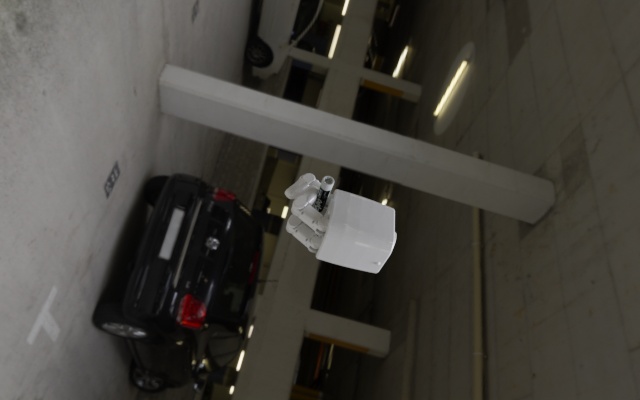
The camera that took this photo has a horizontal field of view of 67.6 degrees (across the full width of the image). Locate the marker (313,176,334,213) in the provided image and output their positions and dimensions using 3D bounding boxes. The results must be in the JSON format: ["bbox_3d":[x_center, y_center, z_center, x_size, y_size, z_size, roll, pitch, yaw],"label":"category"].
[{"bbox_3d":[0.000,0.003,0.778,0.020,0.020,0.121,0,-33,-14],"label":"marker"}]
